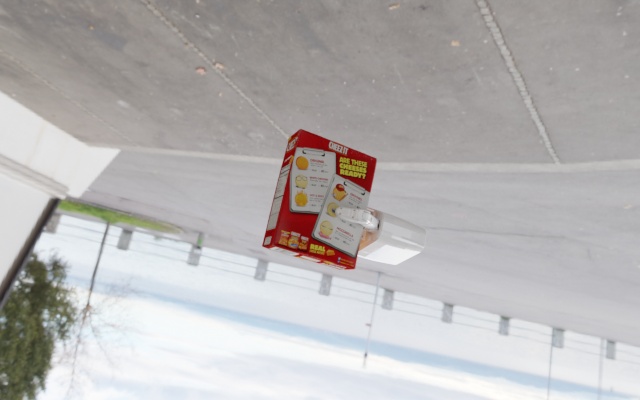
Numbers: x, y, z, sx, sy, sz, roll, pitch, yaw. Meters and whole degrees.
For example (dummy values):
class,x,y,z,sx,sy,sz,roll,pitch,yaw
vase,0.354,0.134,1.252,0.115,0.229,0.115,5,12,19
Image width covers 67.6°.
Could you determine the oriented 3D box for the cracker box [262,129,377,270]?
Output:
class,x,y,z,sx,sy,sz,roll,pitch,yaw
cracker box,0.000,0.003,0.862,0.164,0.213,0.072,19,-16,-23
